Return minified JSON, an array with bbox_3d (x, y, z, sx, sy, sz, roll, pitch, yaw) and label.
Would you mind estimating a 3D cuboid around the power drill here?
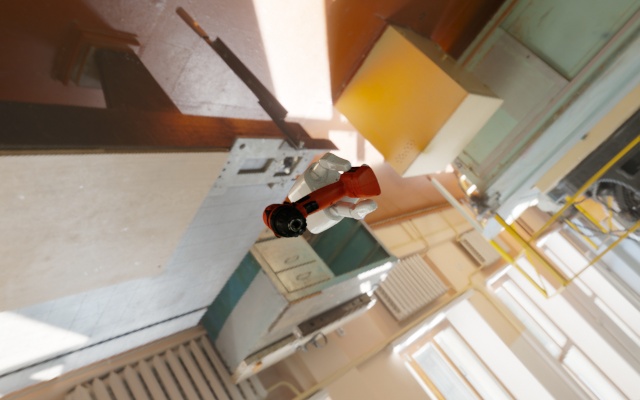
[{"bbox_3d":[0.000,0.002,0.779,0.187,0.057,0.184,-24,10,-14],"label":"power drill"}]
